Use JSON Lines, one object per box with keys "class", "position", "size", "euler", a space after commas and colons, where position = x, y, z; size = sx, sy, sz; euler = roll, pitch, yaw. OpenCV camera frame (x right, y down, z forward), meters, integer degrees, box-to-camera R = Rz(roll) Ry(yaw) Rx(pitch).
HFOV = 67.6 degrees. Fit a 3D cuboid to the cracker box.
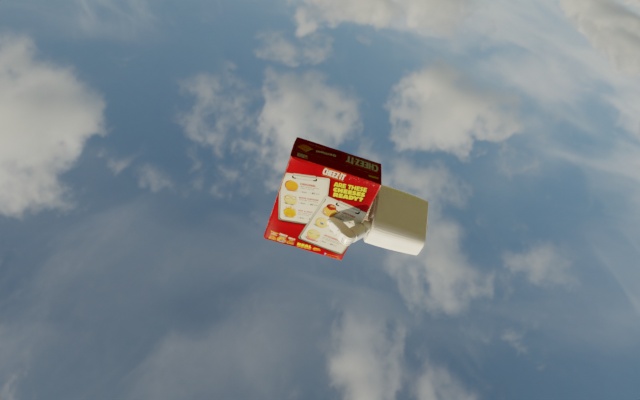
{"class": "cracker box", "position": [0.000, 0.003, 0.891], "size": [0.164, 0.214, 0.072], "euler": [17, 41, -7]}
